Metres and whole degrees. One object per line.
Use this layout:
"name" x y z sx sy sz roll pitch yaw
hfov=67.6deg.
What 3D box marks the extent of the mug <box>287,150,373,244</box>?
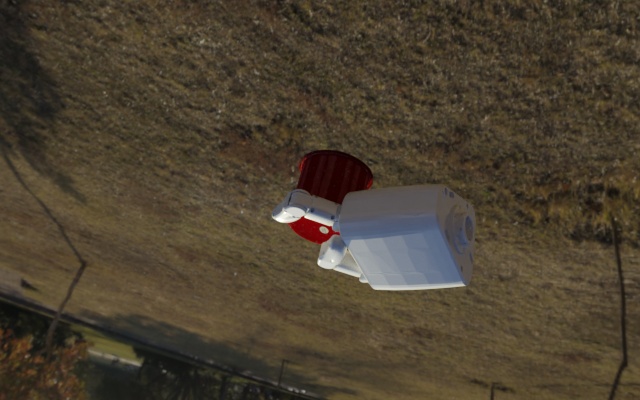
"mug" -0.001 0.002 0.569 0.117 0.081 0.093 -9 -38 35
